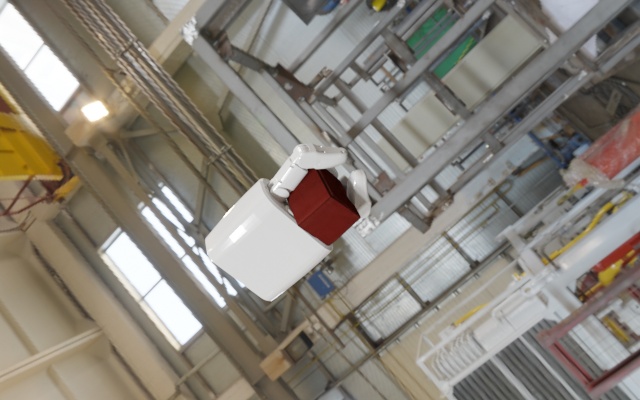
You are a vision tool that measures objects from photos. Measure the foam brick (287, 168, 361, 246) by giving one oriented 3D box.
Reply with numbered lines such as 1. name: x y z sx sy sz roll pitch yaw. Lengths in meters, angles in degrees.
1. foam brick: 0.000 0.002 0.536 0.053 0.051 0.078 37 16 -36
